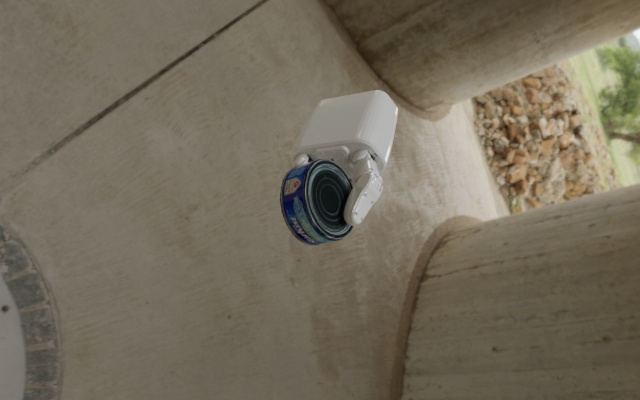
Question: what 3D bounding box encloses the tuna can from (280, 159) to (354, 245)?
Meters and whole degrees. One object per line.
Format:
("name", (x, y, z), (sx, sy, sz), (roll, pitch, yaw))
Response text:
("tuna can", (0.000, 0.002, 0.491), (0.034, 0.086, 0.086), (-14, -9, 39))
